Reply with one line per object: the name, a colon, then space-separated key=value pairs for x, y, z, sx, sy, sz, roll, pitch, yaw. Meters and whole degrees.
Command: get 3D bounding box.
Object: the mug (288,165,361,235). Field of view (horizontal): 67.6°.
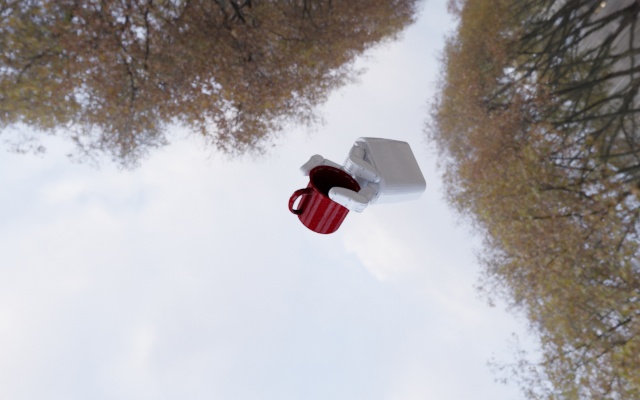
mug: x=-0.001 y=0.003 z=0.783 sx=0.117 sy=0.081 sz=0.093 roll=-3 pitch=47 yaw=-35
